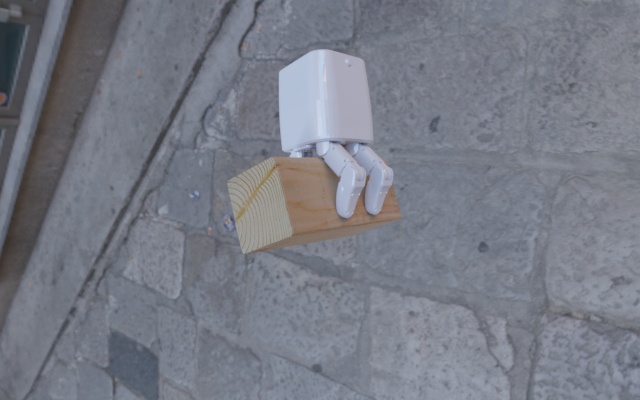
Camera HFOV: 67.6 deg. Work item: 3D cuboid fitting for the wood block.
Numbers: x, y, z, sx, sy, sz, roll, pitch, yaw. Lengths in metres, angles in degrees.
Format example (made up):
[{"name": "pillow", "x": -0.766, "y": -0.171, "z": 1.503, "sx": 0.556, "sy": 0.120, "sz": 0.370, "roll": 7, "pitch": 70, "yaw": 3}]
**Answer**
[{"name": "wood block", "x": 0.000, "y": 0.002, "z": 0.598, "sx": 0.091, "sy": 0.090, "sz": 0.206, "roll": -22, "pitch": -12, "yaw": 41}]
